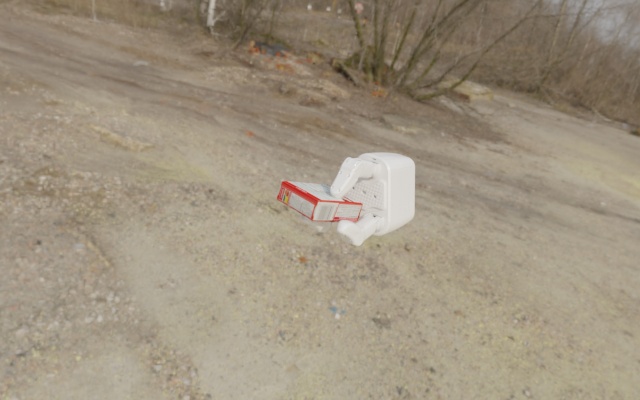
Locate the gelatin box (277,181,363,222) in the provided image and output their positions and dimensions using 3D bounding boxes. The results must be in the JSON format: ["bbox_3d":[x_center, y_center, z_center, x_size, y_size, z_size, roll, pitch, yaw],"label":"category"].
[{"bbox_3d":[0.000,0.002,0.625,0.089,0.030,0.073,4,19,-46],"label":"gelatin box"}]
